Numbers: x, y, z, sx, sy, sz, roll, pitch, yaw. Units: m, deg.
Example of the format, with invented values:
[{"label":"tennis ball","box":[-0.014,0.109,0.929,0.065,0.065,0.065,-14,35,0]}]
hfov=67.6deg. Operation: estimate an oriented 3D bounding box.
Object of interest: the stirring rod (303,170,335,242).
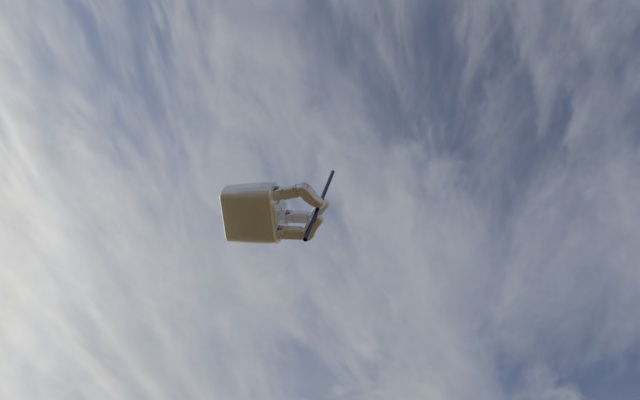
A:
[{"label":"stirring rod","box":[0.000,0.003,0.900,0.011,0.011,0.239,0,32,15]}]
